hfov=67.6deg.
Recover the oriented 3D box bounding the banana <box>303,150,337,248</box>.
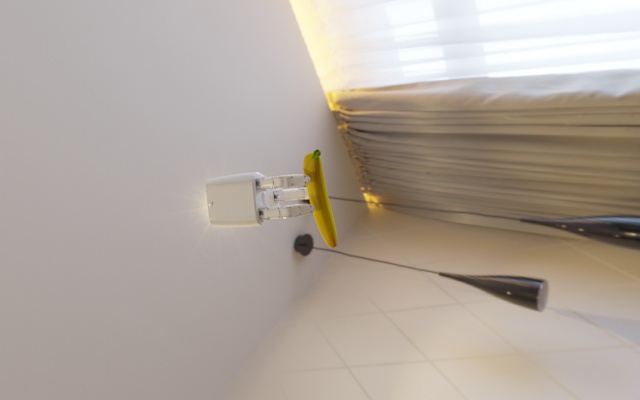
[{"bbox_3d":[-0.003,-0.008,0.876,0.037,0.198,0.069,-14,26,-2],"label":"banana"}]
